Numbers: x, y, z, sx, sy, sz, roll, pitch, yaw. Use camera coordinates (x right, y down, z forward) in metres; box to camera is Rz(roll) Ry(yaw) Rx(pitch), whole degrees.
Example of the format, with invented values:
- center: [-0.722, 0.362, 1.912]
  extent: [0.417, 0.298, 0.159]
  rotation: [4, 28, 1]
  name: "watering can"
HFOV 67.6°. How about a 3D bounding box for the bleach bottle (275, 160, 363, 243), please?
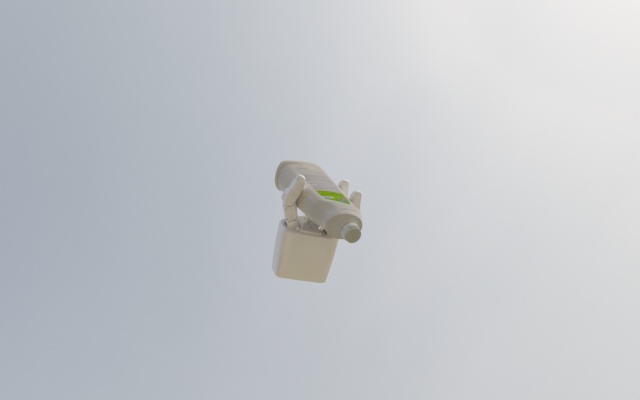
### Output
- center: [0.000, 0.003, 0.876]
  extent: [0.102, 0.068, 0.250]
  rotation: [2, 25, -25]
  name: "bleach bottle"
